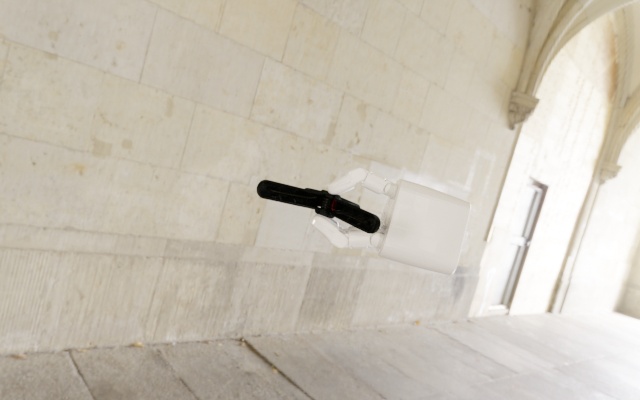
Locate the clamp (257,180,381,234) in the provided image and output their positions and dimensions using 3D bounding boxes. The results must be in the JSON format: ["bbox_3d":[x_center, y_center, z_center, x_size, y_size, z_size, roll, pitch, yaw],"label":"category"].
[{"bbox_3d":[0.001,0.002,0.690,0.164,0.036,0.210,19,4,1],"label":"clamp"}]
